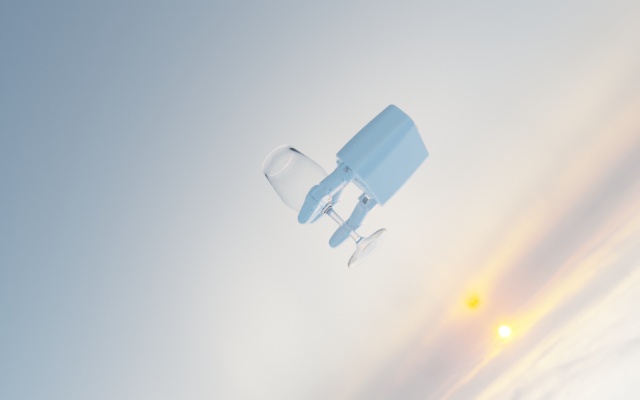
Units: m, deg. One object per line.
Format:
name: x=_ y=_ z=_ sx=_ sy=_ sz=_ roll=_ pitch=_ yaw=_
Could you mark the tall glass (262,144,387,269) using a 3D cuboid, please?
tall glass: x=0.000 y=0.003 z=0.693 sx=0.201 sy=0.079 sz=0.079 roll=44 pitch=20 yaw=23
